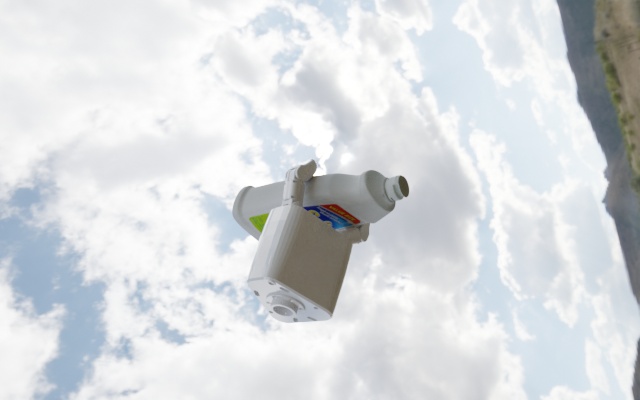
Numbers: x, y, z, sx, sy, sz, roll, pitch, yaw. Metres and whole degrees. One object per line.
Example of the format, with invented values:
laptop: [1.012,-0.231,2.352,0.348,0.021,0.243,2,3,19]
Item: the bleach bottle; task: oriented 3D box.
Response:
bleach bottle: [0.000,0.002,0.663,0.251,0.068,0.103,-14,-47,35]
